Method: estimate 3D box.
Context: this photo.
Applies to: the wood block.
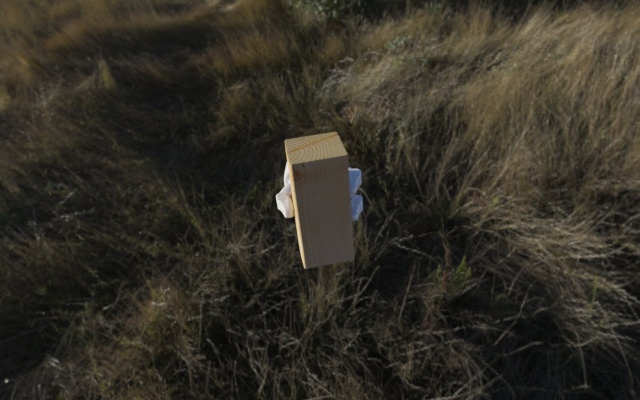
[{"bbox_3d":[0.000,0.002,0.802,0.091,0.206,0.090,-10,33,-5],"label":"wood block"}]
